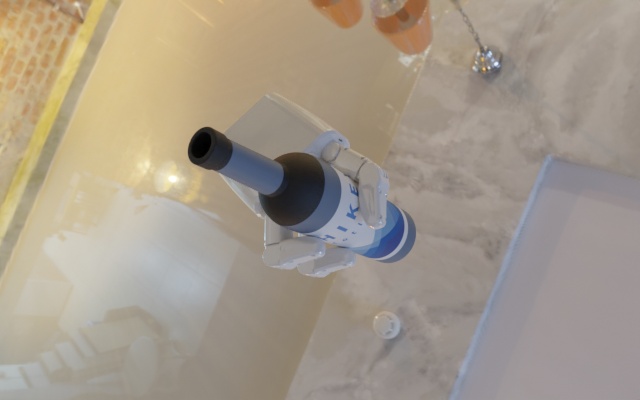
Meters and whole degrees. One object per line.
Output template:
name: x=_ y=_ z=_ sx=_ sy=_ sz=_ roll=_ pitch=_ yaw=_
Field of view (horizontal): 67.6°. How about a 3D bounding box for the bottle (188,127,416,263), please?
bottle: x=0.000 y=0.002 z=0.437 sx=0.069 sy=0.069 sz=0.296 roll=0 pitch=-15 yaw=34
